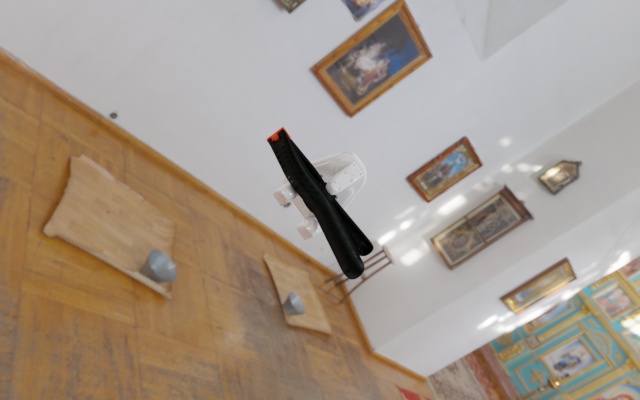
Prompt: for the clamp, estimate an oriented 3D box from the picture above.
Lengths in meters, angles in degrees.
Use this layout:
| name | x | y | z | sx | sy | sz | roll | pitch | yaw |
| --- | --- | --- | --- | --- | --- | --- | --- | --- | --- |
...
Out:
| name | x | y | z | sx | sy | sz | roll | pitch | yaw |
| --- | --- | --- | --- | --- | --- | --- | --- | --- | --- |
| clamp | 0.000 | 0.001 | 0.595 | 0.036 | 0.210 | 0.164 | -35 | 4 | 9 |
